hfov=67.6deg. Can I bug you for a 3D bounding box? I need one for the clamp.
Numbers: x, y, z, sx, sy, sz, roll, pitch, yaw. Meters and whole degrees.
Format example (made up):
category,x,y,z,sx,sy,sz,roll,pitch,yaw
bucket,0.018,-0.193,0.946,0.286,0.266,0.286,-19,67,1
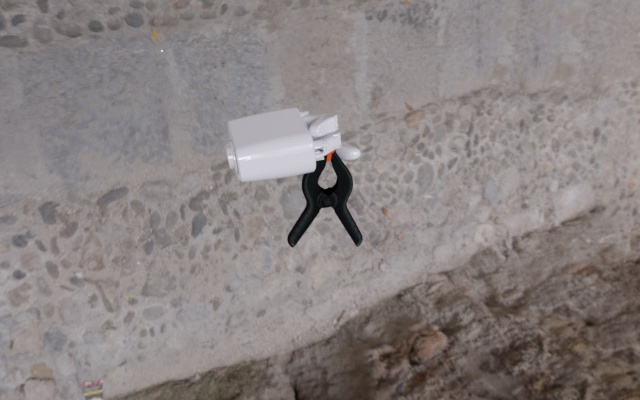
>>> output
category,x,y,z,sx,sy,sz,roll,pitch,yaw
clamp,0.000,0.002,0.743,0.120,0.171,0.039,-10,20,-8
